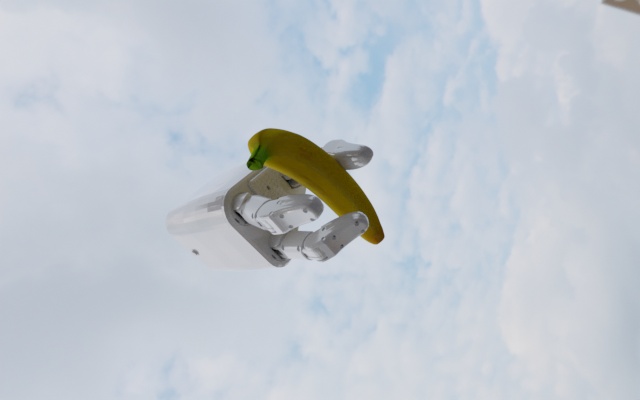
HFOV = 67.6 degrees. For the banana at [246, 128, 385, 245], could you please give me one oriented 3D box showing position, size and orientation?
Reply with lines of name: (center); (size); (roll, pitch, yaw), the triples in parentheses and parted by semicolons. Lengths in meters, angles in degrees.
banana: (-0.003, -0.016, 0.433); (0.037, 0.069, 0.198); (-23, -33, 30)
